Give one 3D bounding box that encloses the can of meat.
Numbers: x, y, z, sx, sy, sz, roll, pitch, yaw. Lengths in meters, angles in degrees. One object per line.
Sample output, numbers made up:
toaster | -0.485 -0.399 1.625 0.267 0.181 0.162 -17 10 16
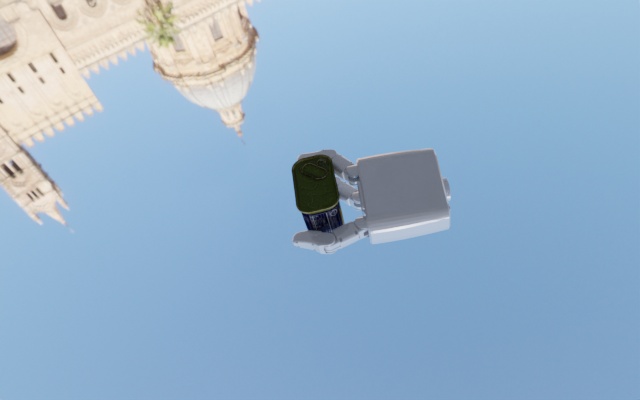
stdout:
can of meat | 0.000 0.002 0.660 0.057 0.102 0.084 -13 -42 3
